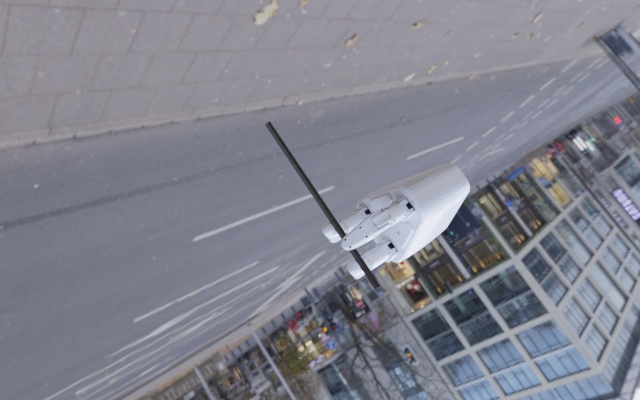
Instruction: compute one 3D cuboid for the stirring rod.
[{"bbox_3d":[0.000,0.002,0.571,0.011,0.239,0.011,-32,-12,-8],"label":"stirring rod"}]
